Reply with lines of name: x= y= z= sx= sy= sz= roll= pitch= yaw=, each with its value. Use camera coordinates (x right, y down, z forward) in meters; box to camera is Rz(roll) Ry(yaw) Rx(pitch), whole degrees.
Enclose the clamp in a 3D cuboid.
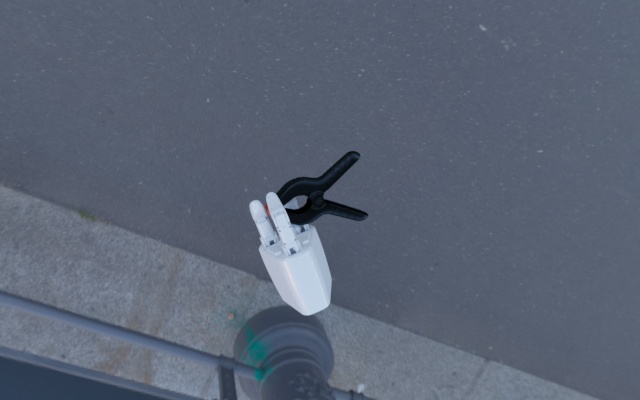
clamp: x=0.000 y=0.003 z=0.770 sx=0.171 sy=0.120 sz=0.039 roll=-22 pitch=18 yaw=-7
